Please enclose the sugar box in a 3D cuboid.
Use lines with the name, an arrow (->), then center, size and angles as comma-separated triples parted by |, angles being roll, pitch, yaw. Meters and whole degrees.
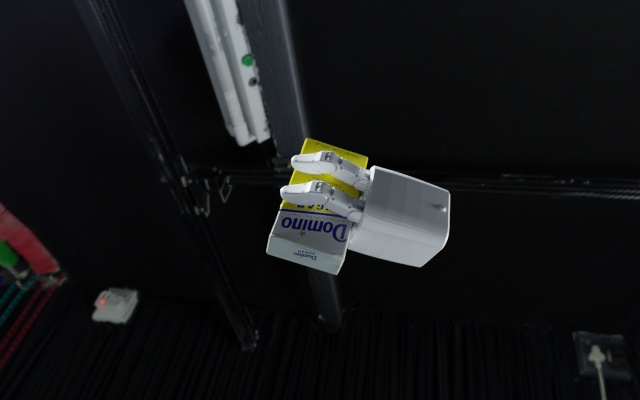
sugar box -> 0.000, 0.002, 0.619 | 0.093, 0.176, 0.048 | 17, -42, -1
